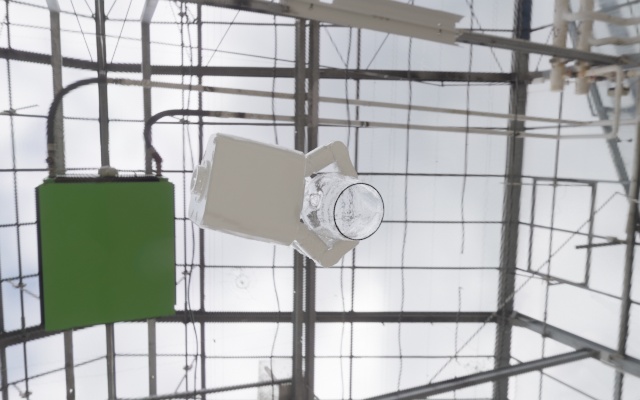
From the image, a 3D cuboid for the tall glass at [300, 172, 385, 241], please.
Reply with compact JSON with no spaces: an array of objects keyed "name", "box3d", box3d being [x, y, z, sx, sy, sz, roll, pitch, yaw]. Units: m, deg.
[{"name":"tall glass","box3d":[0.000,0.002,0.589,0.079,0.079,0.201,0,6,-25]}]
